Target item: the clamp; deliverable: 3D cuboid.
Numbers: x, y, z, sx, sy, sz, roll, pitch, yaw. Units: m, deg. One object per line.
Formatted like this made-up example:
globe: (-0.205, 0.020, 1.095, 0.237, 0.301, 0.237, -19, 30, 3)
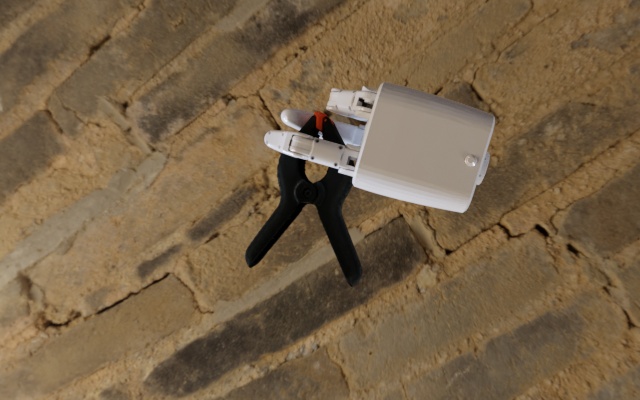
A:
clamp: (0.000, 0.001, 0.477, 0.120, 0.171, 0.039, 17, 4, 7)
